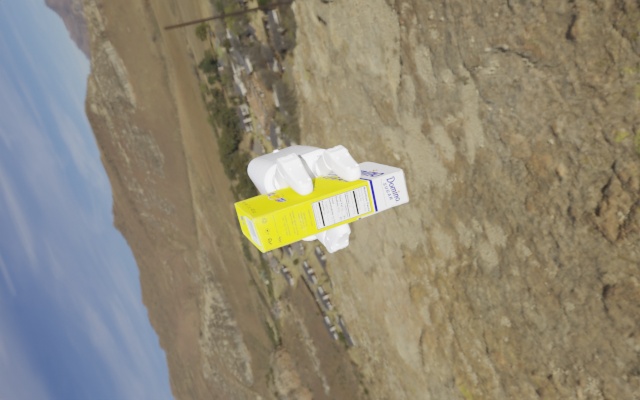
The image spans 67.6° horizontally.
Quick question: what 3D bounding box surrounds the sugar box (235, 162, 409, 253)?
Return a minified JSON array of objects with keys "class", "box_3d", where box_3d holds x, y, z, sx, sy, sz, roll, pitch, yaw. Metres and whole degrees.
[{"class":"sugar box","box_3d":[0.000,0.001,0.542,0.176,0.048,0.093,-21,17,-18]}]
